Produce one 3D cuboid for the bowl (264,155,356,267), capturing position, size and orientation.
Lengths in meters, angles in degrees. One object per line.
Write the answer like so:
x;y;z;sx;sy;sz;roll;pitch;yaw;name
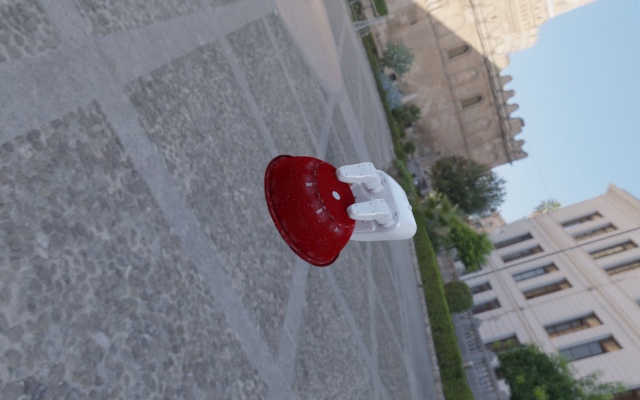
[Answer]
0.000;0.002;0.625;0.055;0.162;0.162;-26;-14;29;bowl
